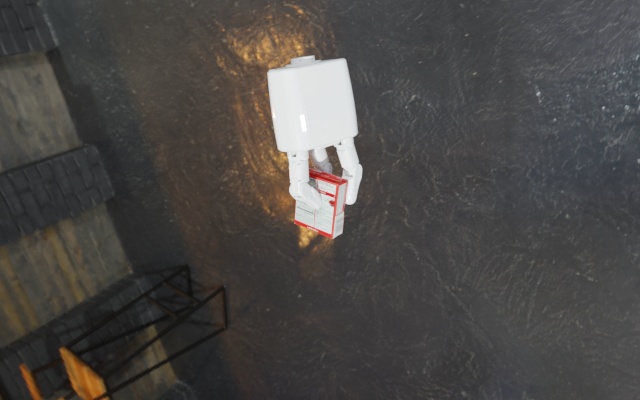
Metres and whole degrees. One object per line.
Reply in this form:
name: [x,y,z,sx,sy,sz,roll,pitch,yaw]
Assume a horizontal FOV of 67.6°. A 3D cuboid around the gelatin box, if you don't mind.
gelatin box: [0.000,0.003,0.703,0.073,0.089,0.030,20,27,31]
